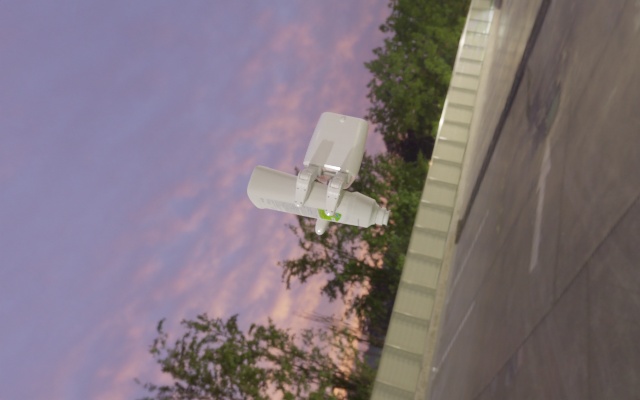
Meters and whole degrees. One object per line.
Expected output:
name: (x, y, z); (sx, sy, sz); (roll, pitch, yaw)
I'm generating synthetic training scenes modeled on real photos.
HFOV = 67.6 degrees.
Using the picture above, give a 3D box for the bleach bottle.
bleach bottle: (0.000, 0.003, 0.861); (0.251, 0.068, 0.103); (14, -15, 12)
